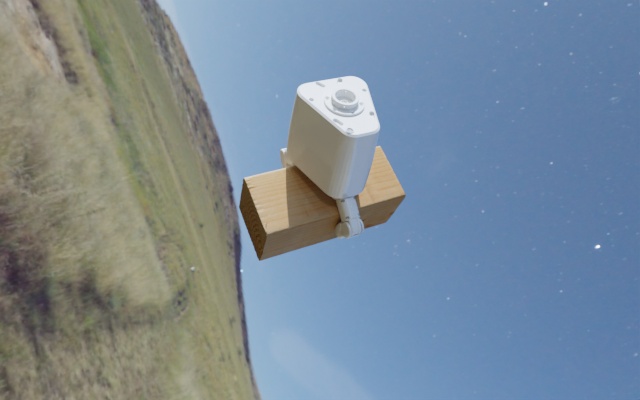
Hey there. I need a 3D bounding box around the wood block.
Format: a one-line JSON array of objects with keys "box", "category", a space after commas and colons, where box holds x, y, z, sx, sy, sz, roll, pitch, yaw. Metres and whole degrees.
[{"box": [0.000, 0.002, 0.673, 0.206, 0.090, 0.090, -15, -23, -21], "category": "wood block"}]
